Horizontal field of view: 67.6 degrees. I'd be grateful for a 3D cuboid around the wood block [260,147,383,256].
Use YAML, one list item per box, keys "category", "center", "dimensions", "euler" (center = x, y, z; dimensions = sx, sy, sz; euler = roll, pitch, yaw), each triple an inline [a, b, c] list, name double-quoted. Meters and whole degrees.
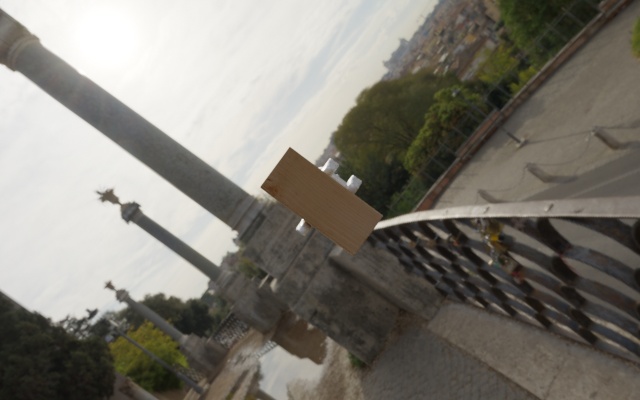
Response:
- category: "wood block"
  center: [0.000, 0.003, 0.880]
  dimensions: [0.206, 0.091, 0.090]
  euler: [36, -4, -3]
